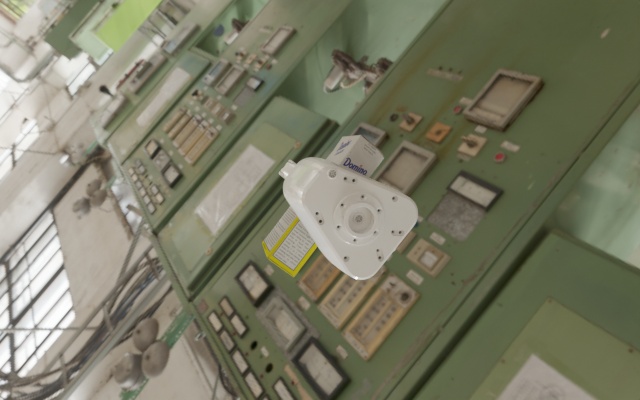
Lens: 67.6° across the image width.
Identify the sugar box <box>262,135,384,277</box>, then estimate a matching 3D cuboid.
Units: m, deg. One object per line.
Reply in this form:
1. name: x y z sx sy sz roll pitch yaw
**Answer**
1. sugar box: 0.000 0.002 0.581 0.048 0.176 0.093 40 -2 -13
